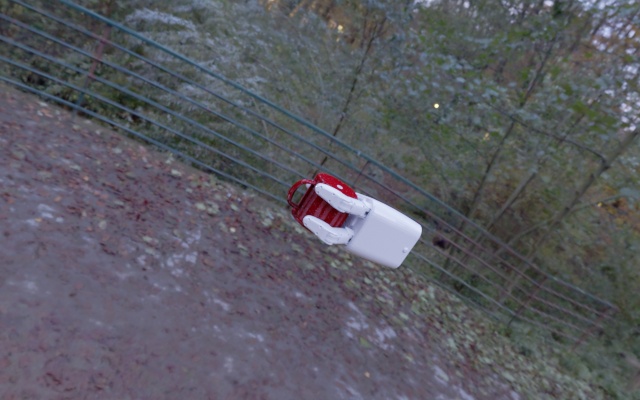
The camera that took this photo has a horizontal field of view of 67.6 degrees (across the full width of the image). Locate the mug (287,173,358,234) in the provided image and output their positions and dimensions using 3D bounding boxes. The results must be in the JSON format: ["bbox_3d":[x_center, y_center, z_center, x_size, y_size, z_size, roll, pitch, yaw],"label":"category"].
[{"bbox_3d":[-0.001,0.002,0.801,0.117,0.081,0.093,25,17,-23],"label":"mug"}]
